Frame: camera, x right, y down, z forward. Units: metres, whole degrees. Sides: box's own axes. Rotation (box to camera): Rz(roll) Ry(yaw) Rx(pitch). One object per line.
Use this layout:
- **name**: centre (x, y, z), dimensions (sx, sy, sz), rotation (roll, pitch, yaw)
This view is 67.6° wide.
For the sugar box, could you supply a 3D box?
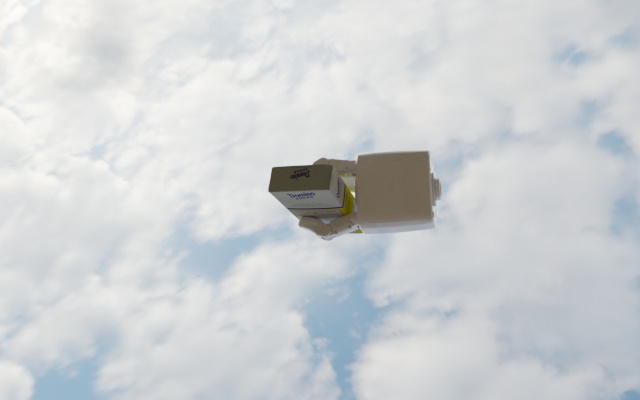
- **sugar box**: centre (0.000, 0.002, 0.721), dimensions (0.093, 0.048, 0.176), rotation (-1, -25, 20)
